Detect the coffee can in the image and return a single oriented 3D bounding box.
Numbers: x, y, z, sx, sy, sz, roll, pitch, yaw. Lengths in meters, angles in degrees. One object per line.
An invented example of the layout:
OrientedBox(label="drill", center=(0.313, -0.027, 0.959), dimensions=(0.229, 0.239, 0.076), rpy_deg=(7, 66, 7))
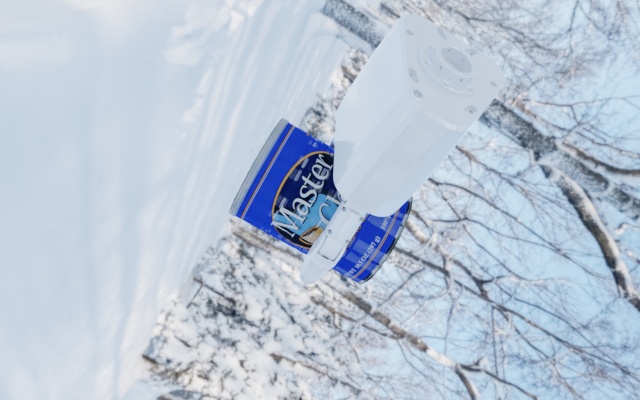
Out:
OrientedBox(label="coffee can", center=(0.000, 0.002, 0.453), dimensions=(0.140, 0.103, 0.103), rpy_deg=(29, -3, -6))
